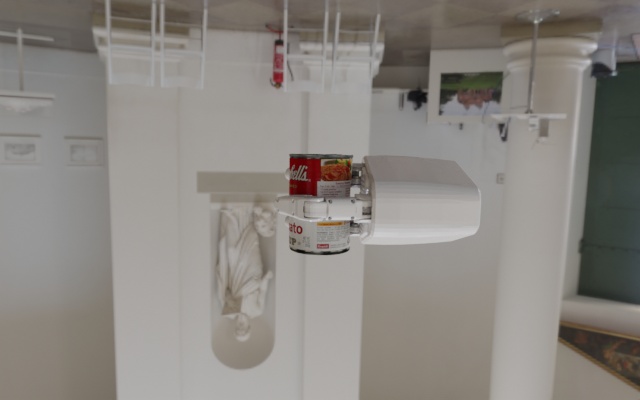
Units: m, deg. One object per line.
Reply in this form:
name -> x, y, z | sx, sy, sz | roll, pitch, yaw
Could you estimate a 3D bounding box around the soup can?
soup can -> 0.000, 0.002, 0.510 | 0.068, 0.102, 0.068 | 1, 7, 0
